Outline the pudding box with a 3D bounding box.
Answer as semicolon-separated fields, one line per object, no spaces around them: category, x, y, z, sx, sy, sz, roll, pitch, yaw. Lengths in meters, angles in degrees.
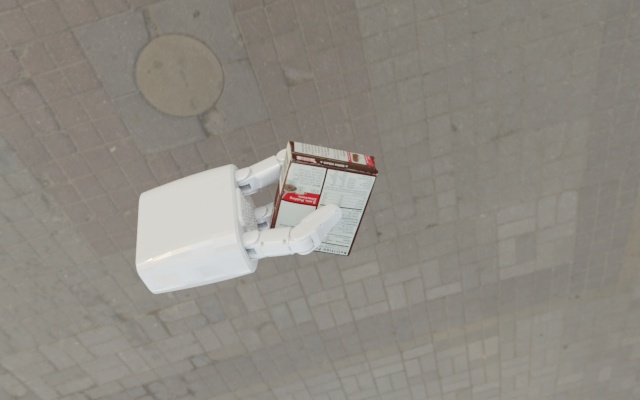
pudding box;0.000;0.002;0.491;0.090;0.114;0.039;9;37;-11
